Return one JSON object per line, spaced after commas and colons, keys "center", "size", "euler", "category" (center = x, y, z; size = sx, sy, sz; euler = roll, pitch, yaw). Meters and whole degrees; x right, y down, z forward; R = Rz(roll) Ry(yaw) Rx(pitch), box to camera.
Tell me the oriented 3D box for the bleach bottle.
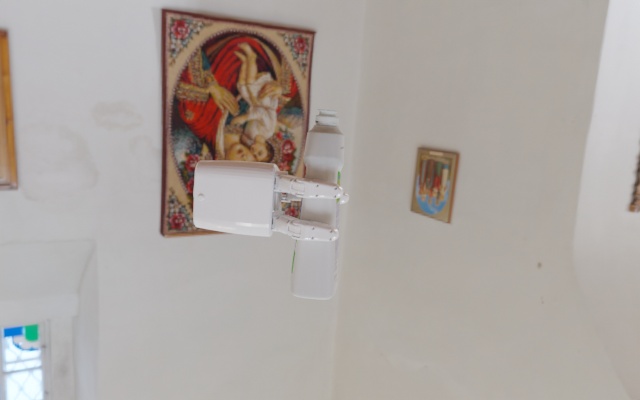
{"center": [0.000, 0.002, 0.661], "size": [0.068, 0.251, 0.102], "euler": [5, 11, 2], "category": "bleach bottle"}
